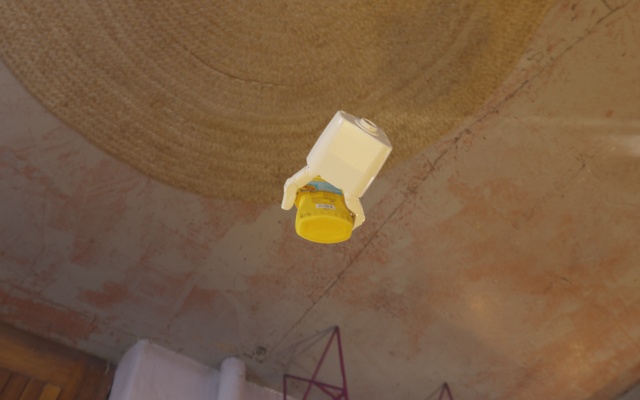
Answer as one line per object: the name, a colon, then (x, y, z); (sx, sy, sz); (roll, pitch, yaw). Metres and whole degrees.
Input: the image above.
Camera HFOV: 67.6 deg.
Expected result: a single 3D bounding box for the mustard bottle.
mustard bottle: (0.000, 0.003, 0.878); (0.096, 0.058, 0.191); (4, 29, -7)
